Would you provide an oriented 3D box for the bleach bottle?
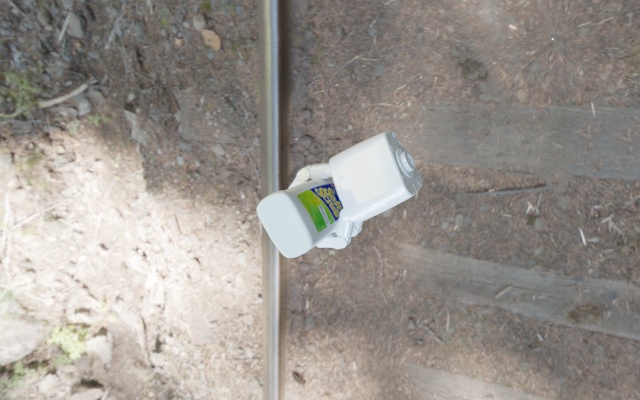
[{"bbox_3d":[0.000,0.003,0.792,0.068,0.102,0.250,-27,4,31],"label":"bleach bottle"}]
